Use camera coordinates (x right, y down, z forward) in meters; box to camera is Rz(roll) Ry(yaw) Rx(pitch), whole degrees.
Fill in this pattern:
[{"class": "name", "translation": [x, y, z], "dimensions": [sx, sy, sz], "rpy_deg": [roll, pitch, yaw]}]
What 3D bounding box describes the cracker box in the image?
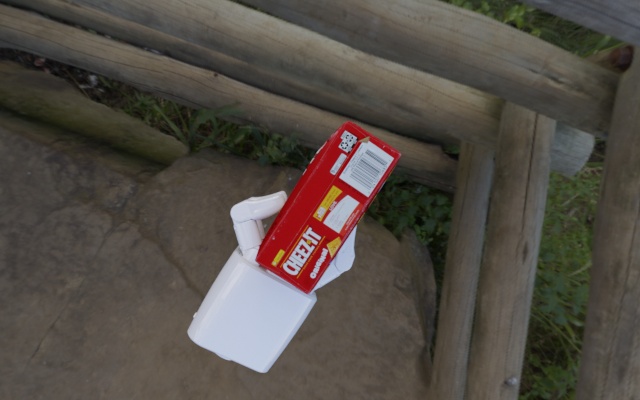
[{"class": "cracker box", "translation": [0.000, 0.002, 0.554], "dimensions": [0.072, 0.164, 0.213], "rpy_deg": [33, 0, -4]}]
